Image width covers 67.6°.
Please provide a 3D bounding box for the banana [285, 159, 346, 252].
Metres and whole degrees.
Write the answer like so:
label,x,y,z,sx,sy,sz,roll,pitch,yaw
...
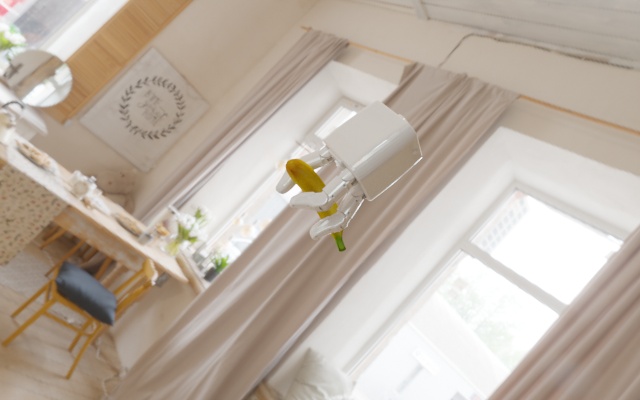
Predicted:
label,x,y,z,sx,sy,sz,roll,pitch,yaw
banana,-0.003,-0.006,0.737,0.037,0.198,0.069,-30,38,4
